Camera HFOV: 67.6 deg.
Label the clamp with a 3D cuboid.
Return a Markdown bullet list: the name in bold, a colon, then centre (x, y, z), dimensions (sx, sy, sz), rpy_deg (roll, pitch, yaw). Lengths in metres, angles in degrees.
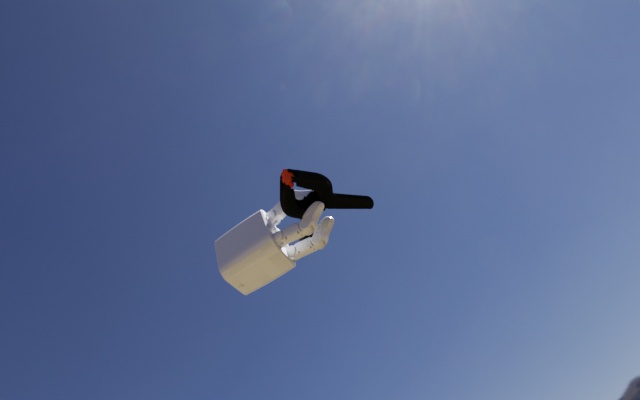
- **clamp**: centre (-0.001, 0.002, 0.832), dimensions (0.164, 0.036, 0.210), rpy_deg (-32, -38, 2)
